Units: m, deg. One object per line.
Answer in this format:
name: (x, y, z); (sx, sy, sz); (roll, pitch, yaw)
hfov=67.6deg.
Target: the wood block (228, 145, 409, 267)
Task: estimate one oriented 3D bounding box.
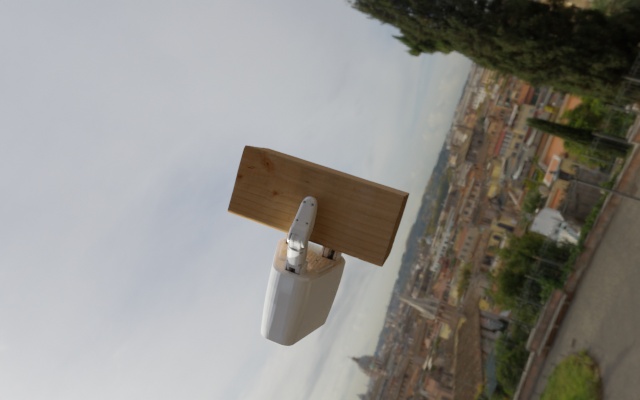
wood block: (0.000, 0.002, 0.615); (0.206, 0.090, 0.091); (18, 9, 12)
